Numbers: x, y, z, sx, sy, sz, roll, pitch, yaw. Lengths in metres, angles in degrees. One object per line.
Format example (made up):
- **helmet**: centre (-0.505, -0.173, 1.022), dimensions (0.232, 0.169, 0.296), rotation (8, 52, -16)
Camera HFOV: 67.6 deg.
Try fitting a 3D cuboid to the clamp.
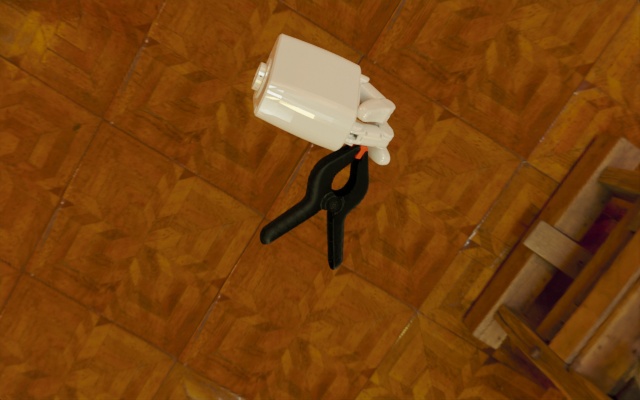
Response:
- **clamp**: centre (0.000, 0.002, 0.594), dimensions (0.120, 0.171, 0.039), rotation (13, 14, -31)
